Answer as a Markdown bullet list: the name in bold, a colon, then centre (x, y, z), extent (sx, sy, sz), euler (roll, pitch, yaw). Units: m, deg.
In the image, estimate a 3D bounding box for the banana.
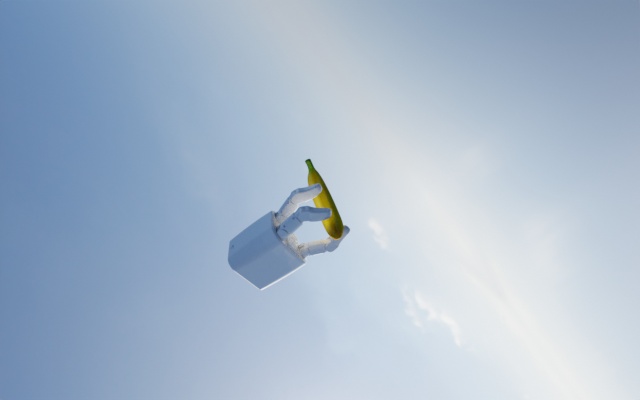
- **banana**: centre (0.007, 0.010, 0.901), extent (0.037, 0.197, 0.070), euler (-30, -39, 8)
